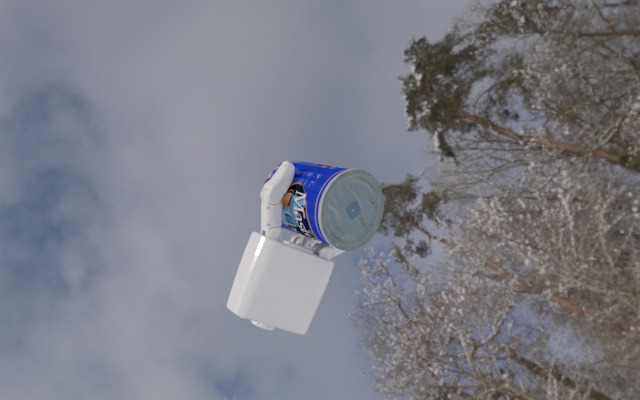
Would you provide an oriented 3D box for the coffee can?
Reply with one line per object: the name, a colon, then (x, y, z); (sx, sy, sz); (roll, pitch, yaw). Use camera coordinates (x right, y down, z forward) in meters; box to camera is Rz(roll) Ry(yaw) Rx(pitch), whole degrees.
coffee can: (0.000, 0.002, 0.646); (0.103, 0.103, 0.140); (0, 9, -37)
